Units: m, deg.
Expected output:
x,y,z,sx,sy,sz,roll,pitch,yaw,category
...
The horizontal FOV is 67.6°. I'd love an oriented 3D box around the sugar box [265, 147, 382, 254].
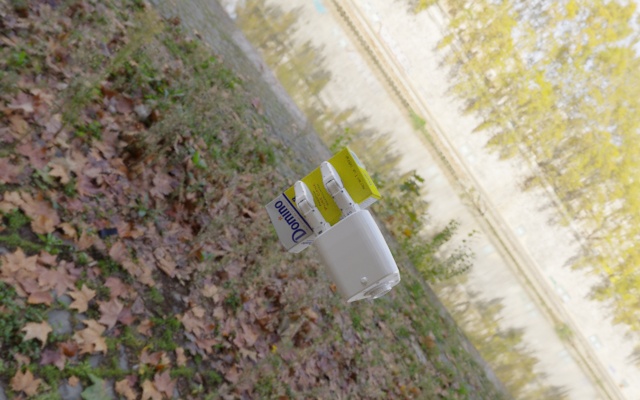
x,y,z,sx,sy,sz,roll,pitch,yaw,category
0.000,0.003,0.774,0.176,0.093,0.048,-35,-23,16,sugar box
